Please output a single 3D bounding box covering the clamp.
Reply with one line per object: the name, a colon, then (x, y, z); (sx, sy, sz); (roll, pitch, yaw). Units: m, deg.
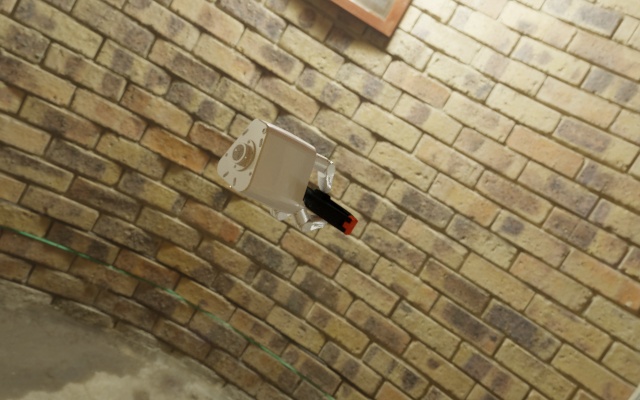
clamp: (0.001, 0.002, 0.817); (0.164, 0.036, 0.210); (24, 9, -47)
